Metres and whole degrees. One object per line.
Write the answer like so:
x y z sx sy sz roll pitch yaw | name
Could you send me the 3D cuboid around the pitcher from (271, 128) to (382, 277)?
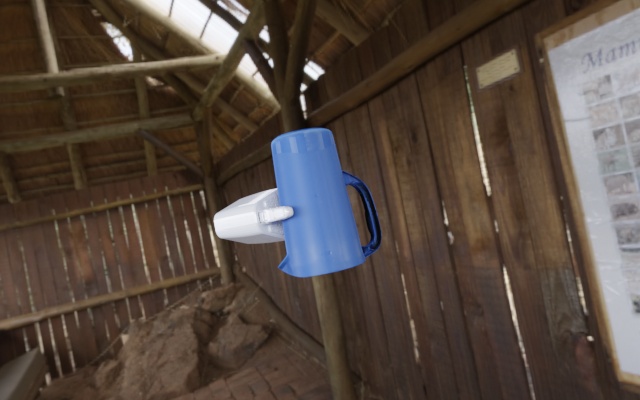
0.000 0.003 0.822 0.145 0.243 0.149 -12 -1 33 | pitcher
